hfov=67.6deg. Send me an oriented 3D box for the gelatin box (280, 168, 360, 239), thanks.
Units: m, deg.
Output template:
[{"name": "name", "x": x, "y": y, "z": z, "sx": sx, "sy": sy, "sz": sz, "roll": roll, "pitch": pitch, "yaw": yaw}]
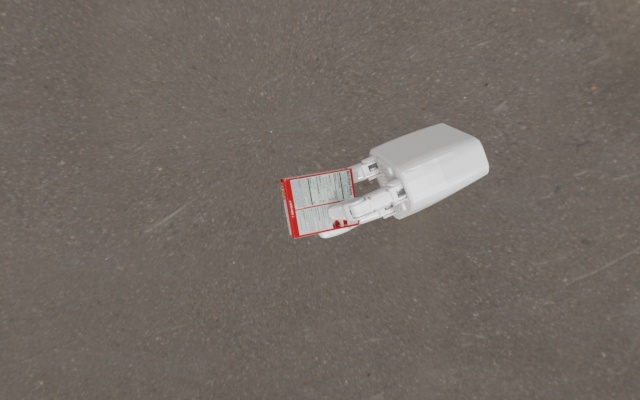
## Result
[{"name": "gelatin box", "x": 0.000, "y": 0.002, "z": 0.594, "sx": 0.089, "sy": 0.073, "sz": 0.030, "roll": -11, "pitch": 7, "yaw": -14}]
